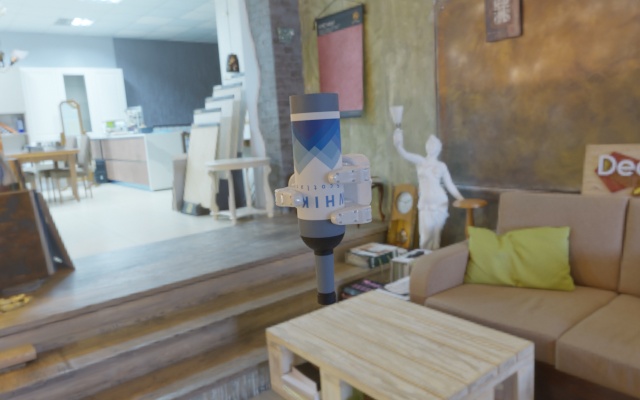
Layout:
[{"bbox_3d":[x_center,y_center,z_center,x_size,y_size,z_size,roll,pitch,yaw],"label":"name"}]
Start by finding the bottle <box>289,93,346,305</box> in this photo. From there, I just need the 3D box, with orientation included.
[{"bbox_3d":[0.000,0.002,0.669,0.069,0.296,0.069,-4,9,1],"label":"bottle"}]
